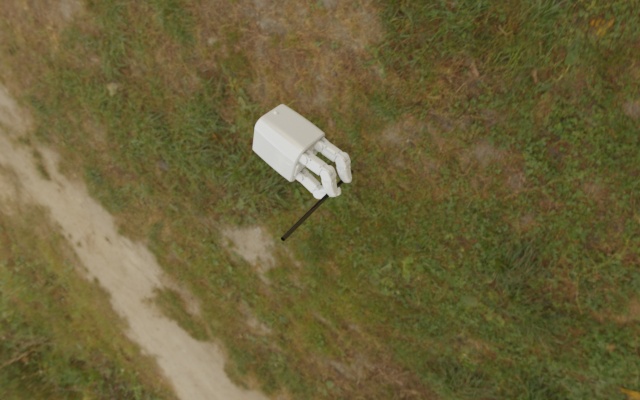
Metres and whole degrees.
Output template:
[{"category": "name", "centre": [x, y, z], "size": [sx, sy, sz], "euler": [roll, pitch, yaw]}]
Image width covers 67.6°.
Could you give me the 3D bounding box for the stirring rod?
[{"category": "stirring rod", "centre": [0.000, 0.003, 0.876], "size": [0.011, 0.011, 0.239], "euler": [0, 31, 38]}]
